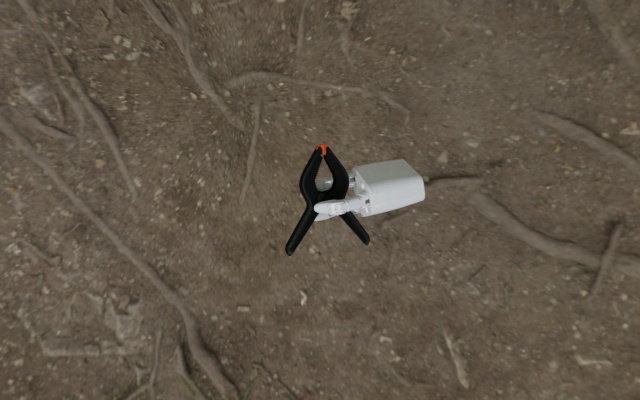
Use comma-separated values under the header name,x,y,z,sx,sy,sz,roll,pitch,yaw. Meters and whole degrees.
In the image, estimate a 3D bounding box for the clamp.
name,x,y,z,sx,sy,sz,roll,pitch,yaw
clamp,0.000,0.002,0.884,0.164,0.210,0.036,-13,13,-13
